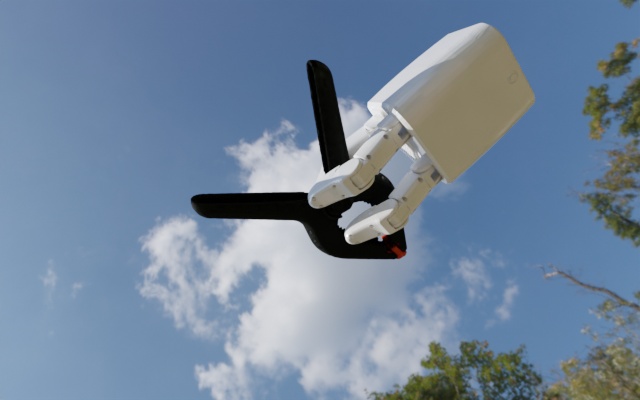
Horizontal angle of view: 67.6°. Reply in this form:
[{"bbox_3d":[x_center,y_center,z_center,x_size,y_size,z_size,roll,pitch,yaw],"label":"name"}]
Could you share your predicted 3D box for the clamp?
[{"bbox_3d":[0.000,0.001,0.443,0.210,0.164,0.036,45,7,-30],"label":"clamp"}]
